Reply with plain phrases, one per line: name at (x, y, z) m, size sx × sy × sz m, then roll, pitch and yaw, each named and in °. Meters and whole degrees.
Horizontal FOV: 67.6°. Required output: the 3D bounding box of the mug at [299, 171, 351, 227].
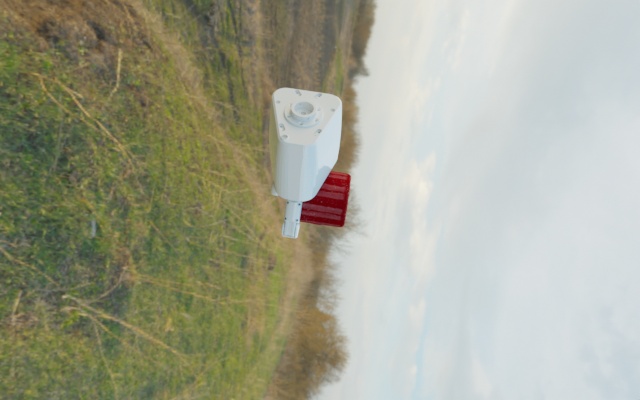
mug at (0.000, 0.003, 0.724) m, size 0.081 × 0.093 × 0.117 m, roll 8°, pitch -38°, yaw 2°
